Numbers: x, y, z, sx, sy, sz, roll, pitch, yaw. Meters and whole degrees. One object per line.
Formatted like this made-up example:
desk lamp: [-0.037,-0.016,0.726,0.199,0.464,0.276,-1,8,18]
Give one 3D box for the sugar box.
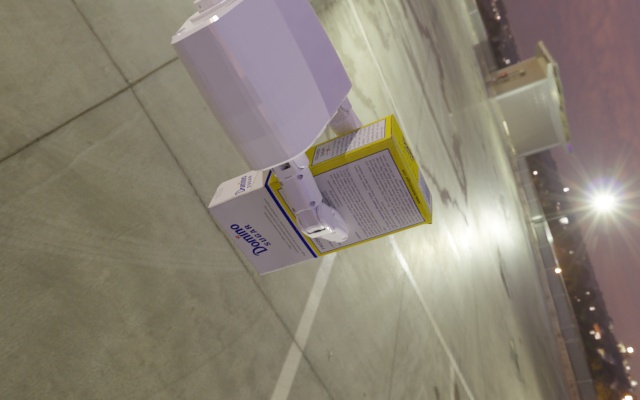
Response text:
sugar box: [0.000,0.001,0.421,0.176,0.093,0.048,-17,33,23]
